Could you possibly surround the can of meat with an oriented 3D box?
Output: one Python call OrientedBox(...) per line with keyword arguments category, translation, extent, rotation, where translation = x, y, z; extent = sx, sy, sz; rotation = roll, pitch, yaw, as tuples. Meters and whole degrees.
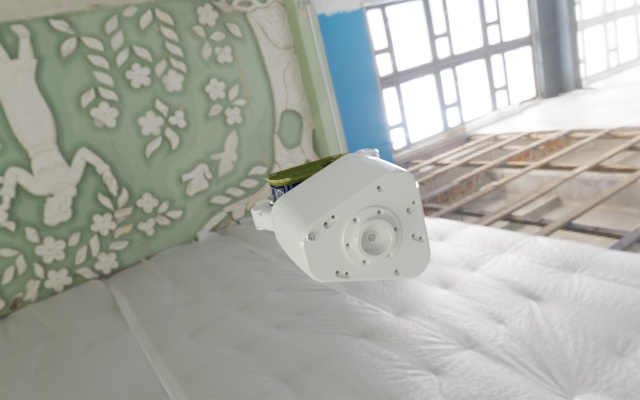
OrientedBox(category="can of meat", translation=(0.000, 0.002, 0.526), extent=(0.102, 0.084, 0.057), rotation=(-18, 14, -16))
